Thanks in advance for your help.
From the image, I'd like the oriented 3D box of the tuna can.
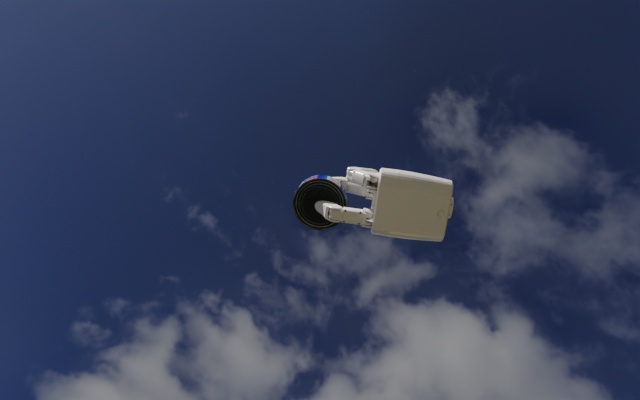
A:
[{"bbox_3d":[0.000,0.002,0.765,0.086,0.086,0.033,0,16,5],"label":"tuna can"}]
